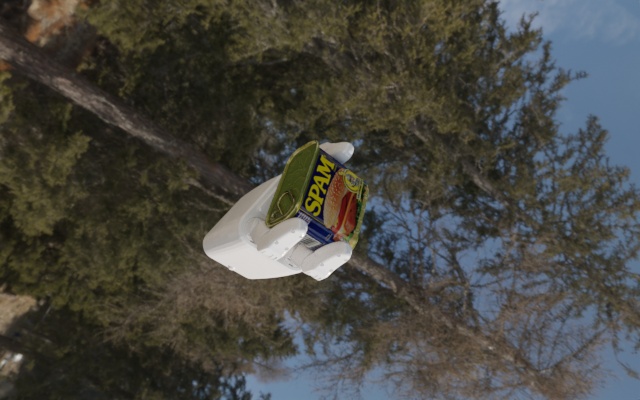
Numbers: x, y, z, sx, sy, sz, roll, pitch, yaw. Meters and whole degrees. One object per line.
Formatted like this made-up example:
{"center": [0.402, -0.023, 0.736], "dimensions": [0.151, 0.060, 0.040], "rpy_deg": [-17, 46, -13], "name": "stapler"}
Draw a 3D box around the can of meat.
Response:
{"center": [0.000, 0.002, 0.512], "dimensions": [0.084, 0.102, 0.057], "rpy_deg": [35, -35, -26], "name": "can of meat"}
